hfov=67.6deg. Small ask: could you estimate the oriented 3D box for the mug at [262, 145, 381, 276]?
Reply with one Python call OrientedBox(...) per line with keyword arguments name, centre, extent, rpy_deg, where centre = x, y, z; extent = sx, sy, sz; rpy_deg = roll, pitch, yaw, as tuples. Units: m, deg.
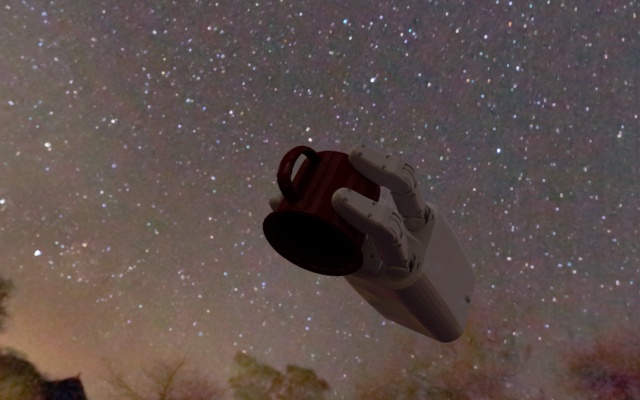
OrientedBox(name="mug", centre=(-0.001, 0.000, 0.428), extent=(0.093, 0.081, 0.117), rpy_deg=(-7, -46, 37))
